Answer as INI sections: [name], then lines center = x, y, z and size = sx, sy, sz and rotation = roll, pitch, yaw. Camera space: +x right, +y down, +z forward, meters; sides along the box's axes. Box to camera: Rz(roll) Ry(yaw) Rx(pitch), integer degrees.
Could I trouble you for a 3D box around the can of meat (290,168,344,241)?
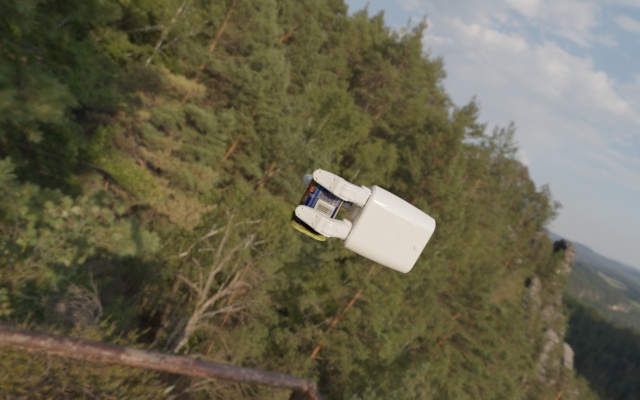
[can of meat]
center = 0.000, 0.002, 0.709
size = 0.057, 0.084, 0.102
rotation = 28, 9, -5
